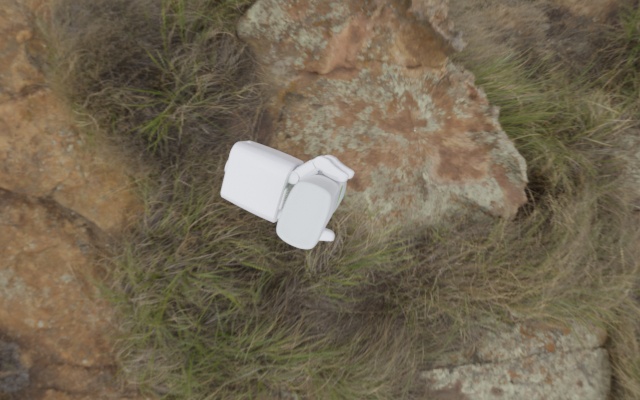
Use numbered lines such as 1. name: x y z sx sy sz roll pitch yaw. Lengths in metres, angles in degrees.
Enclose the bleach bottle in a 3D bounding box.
1. bleach bottle: 0.000 0.003 0.810 0.068 0.102 0.251 24 12 7
